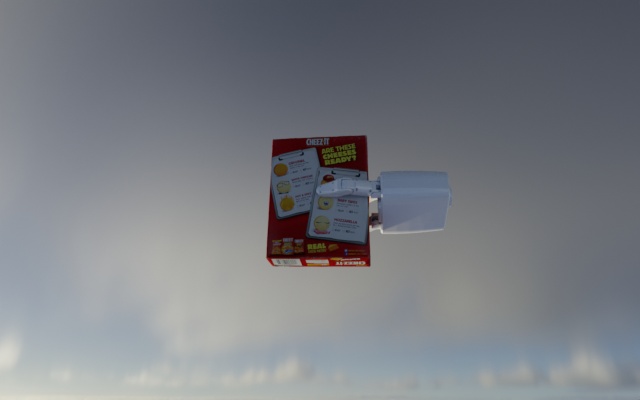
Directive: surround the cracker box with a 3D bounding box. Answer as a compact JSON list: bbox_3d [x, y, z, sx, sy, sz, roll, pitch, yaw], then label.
[{"bbox_3d":[0.000,0.003,0.797,0.164,0.213,0.072,-2,-23,5],"label":"cracker box"}]
